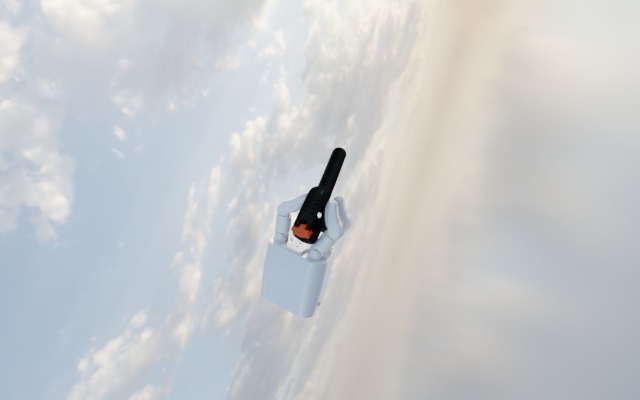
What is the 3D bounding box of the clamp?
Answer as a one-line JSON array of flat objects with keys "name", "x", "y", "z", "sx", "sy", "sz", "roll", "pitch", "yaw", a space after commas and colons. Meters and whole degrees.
[{"name": "clamp", "x": -0.001, "y": 0.003, "z": 0.781, "sx": 0.036, "sy": 0.164, "sz": 0.210, "roll": 14, "pitch": 16, "yaw": 11}]
